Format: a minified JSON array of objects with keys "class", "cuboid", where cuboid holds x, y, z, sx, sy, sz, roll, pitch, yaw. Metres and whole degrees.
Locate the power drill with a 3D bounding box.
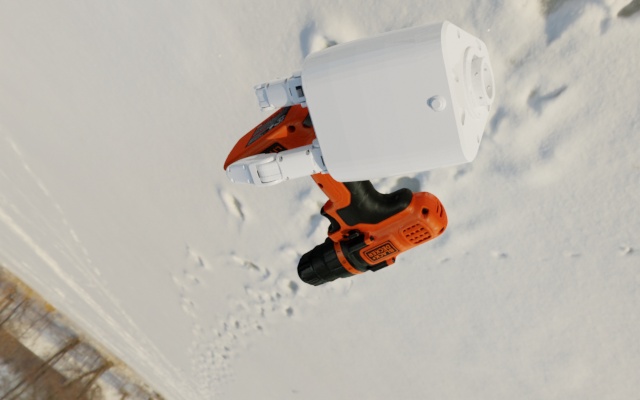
[{"class":"power drill","cuboid":[0.000,0.001,0.465,0.184,0.057,0.188,-31,-62,33]}]
